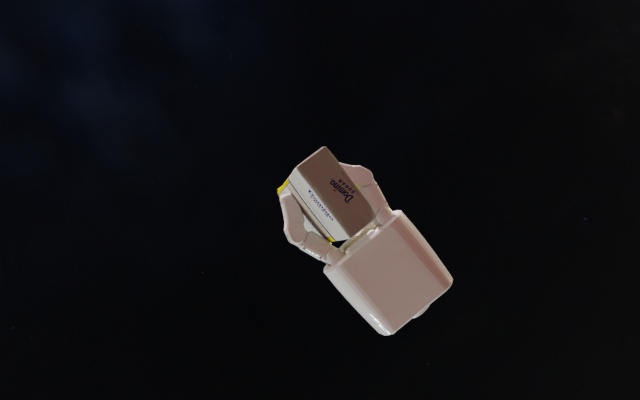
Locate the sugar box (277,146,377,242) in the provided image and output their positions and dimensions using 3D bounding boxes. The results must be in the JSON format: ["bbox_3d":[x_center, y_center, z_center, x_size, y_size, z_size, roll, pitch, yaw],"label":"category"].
[{"bbox_3d":[0.001,0.002,0.562,0.048,0.093,0.176,-38,2,-16],"label":"sugar box"}]
